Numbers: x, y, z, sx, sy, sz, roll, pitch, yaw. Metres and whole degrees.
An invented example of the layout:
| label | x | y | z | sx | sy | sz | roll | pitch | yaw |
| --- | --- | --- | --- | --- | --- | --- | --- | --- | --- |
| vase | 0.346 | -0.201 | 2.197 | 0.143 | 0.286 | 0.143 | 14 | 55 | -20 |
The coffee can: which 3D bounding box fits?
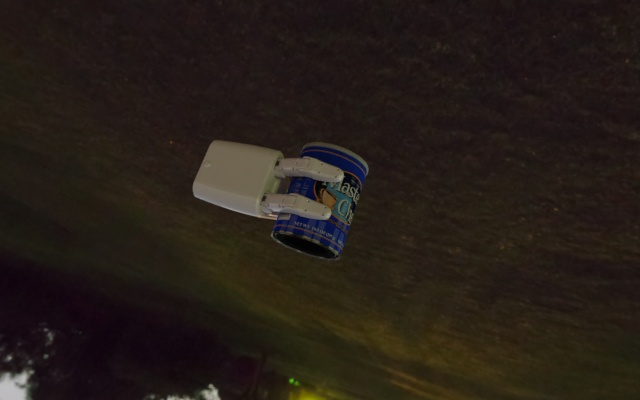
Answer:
| label | x | y | z | sx | sy | sz | roll | pitch | yaw |
| --- | --- | --- | --- | --- | --- | --- | --- | --- | --- |
| coffee can | 0.000 | 0.002 | 0.683 | 0.103 | 0.140 | 0.103 | 17 | -17 | 6 |
